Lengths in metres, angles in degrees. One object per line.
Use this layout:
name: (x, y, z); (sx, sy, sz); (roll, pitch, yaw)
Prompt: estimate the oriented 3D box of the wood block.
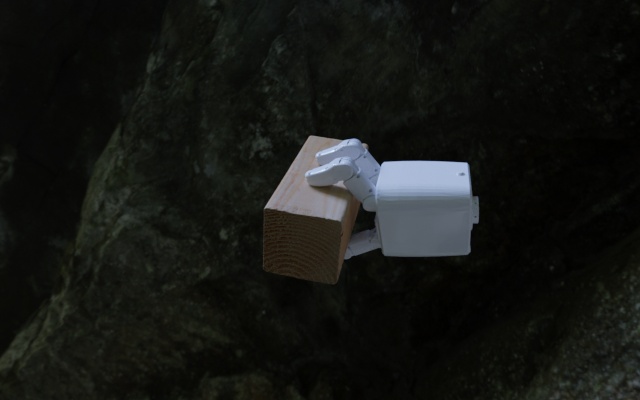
wood block: (0.000, 0.002, 0.615); (0.090, 0.091, 0.206); (10, 31, 9)
